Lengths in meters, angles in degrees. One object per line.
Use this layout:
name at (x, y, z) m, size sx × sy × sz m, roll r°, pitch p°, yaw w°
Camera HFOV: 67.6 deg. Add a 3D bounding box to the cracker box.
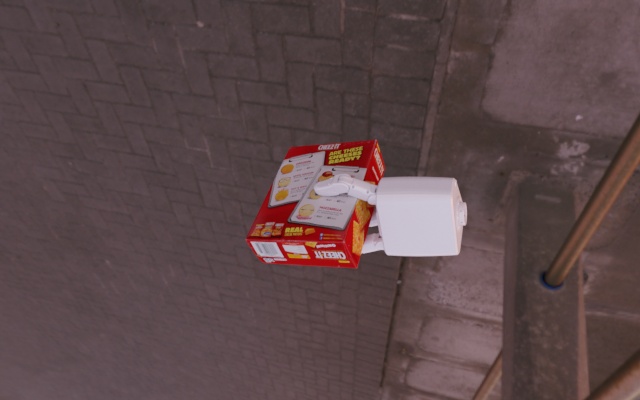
cracker box at (0.000, 0.002, 0.761) m, size 0.164 × 0.213 × 0.072 m, roll -1°, pitch -44°, yaw 25°
